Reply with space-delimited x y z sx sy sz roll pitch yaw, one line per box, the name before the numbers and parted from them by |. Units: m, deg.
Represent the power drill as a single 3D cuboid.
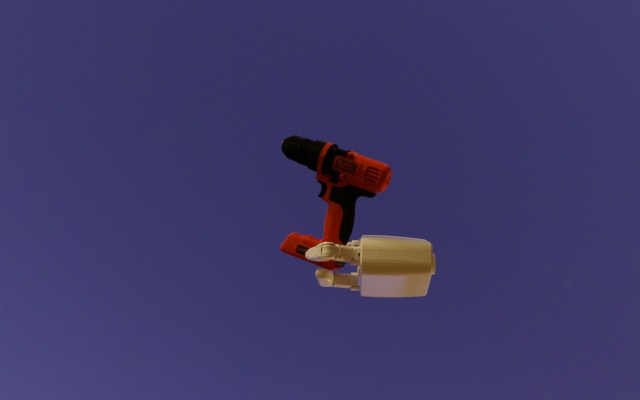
power drill | 0.000 0.003 0.756 0.184 0.187 0.057 20 7 18
